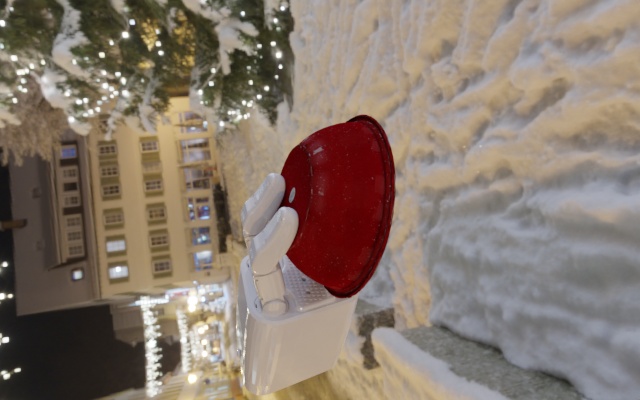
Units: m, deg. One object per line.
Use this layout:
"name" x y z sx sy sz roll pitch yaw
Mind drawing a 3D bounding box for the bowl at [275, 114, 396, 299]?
"bowl" 0.000 0.000 0.412 0.055 0.162 0.162 8 -3 -22
